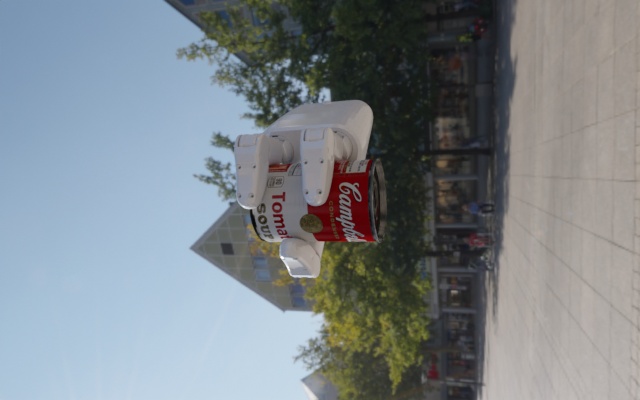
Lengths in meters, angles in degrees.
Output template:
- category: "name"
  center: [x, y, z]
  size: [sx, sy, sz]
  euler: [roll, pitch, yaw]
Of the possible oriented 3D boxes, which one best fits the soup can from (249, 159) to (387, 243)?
- category: "soup can"
  center: [0.000, 0.002, 0.401]
  size: [0.102, 0.068, 0.068]
  euler: [-2, -1, 16]
